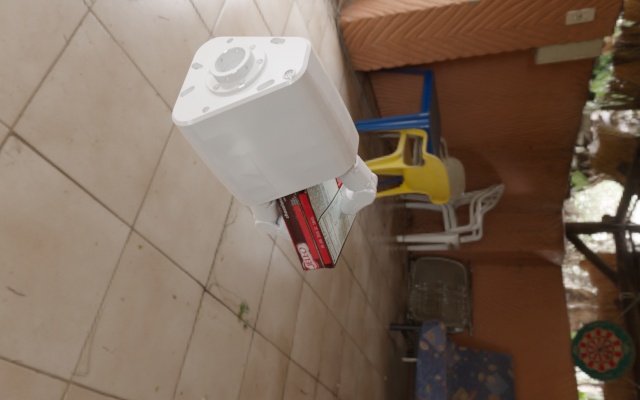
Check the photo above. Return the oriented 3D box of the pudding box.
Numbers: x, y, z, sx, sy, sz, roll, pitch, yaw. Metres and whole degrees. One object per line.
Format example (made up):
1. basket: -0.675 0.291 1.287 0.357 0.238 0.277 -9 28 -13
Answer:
1. pudding box: 0.000 0.001 0.479 0.039 0.090 0.113 -6 28 24
